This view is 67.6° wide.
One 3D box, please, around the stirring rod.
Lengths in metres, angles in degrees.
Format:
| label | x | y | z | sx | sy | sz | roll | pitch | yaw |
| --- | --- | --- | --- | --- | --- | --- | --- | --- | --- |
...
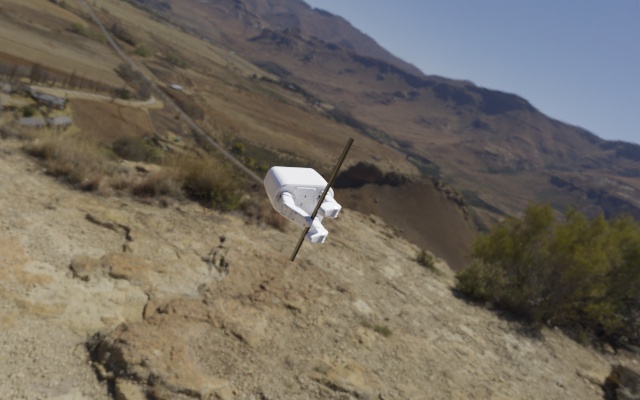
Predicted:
| label | x | y | z | sx | sy | sz | roll | pitch | yaw |
| --- | --- | --- | --- | --- | --- | --- | --- | --- | --- |
| stirring rod | 0.000 | 0.003 | 0.815 | 0.011 | 0.239 | 0.011 | 24 | 16 | -7 |
